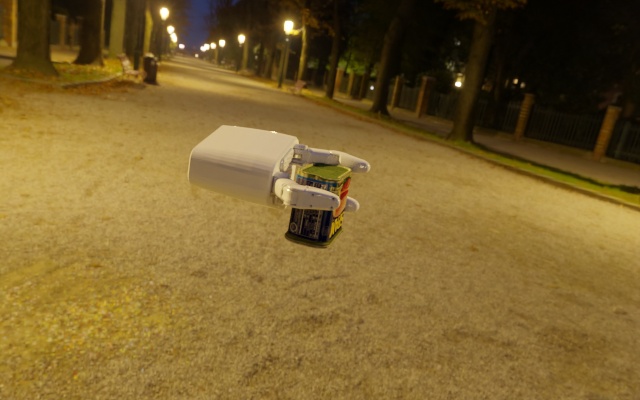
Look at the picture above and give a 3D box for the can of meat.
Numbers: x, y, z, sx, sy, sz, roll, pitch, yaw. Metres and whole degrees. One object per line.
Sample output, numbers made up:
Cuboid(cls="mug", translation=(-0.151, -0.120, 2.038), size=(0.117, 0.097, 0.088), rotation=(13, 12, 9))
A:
Cuboid(cls="can of meat", translation=(0.000, 0.002, 0.584), size=(0.057, 0.084, 0.102), rotation=(13, 15, 12))
